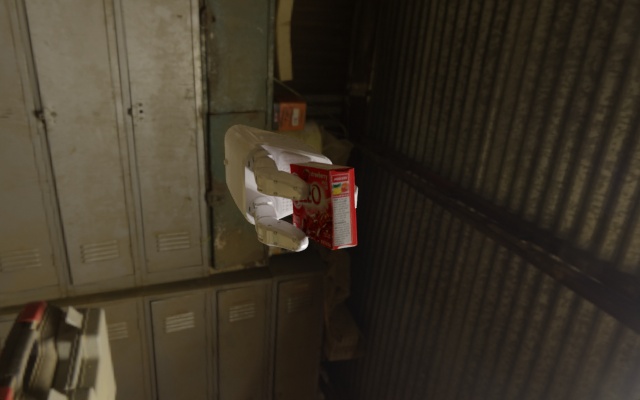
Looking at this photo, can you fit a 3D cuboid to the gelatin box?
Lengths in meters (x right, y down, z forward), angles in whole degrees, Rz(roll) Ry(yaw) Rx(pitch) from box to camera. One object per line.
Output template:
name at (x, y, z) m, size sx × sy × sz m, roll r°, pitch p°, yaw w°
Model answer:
gelatin box at (0.001, 0.002, 0.464) m, size 0.030 × 0.073 × 0.089 m, roll -8°, pitch 12°, yaw -26°
